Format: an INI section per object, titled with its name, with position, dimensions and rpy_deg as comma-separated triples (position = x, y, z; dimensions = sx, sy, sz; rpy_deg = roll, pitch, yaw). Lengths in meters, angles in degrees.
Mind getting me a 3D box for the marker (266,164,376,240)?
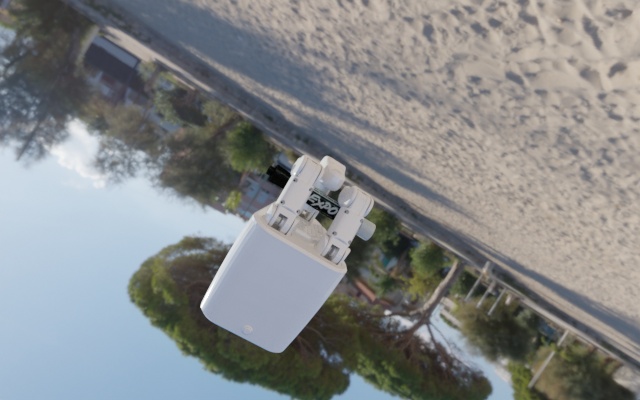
[marker]
position = 0.000, 0.001, 0.469
dimensions = 0.121, 0.020, 0.020
rpy_deg = 32, -7, -12
